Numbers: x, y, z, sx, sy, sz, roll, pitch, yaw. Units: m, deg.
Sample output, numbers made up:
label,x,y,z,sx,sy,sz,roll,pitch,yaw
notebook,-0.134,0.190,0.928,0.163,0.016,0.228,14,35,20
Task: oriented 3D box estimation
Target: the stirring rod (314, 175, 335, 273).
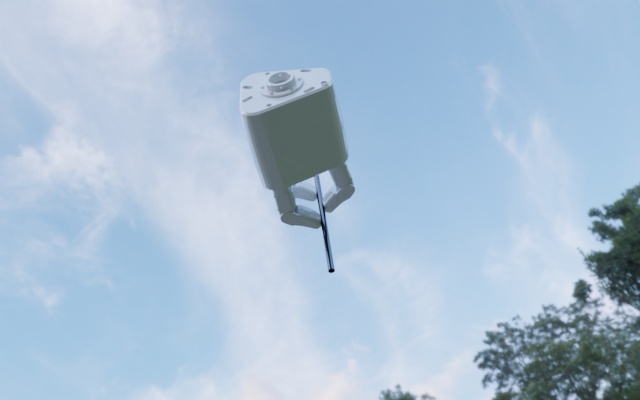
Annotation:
label,x,y,z,sx,sy,sz,roll,pitch,yaw
stirring rod,0.000,0.002,0.642,0.011,0.011,0.239,0,41,-8
